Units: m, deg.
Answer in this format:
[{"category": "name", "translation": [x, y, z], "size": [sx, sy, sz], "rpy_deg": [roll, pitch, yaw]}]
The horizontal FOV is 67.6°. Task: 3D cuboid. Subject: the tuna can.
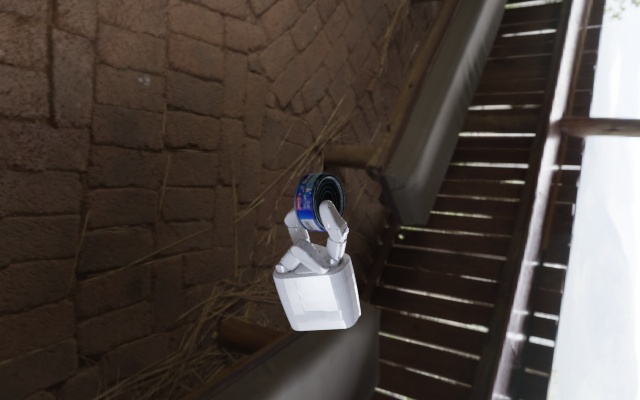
[{"category": "tuna can", "translation": [0.001, 0.002, 0.693], "size": [0.034, 0.086, 0.086], "rpy_deg": [-1, 0, 34]}]
